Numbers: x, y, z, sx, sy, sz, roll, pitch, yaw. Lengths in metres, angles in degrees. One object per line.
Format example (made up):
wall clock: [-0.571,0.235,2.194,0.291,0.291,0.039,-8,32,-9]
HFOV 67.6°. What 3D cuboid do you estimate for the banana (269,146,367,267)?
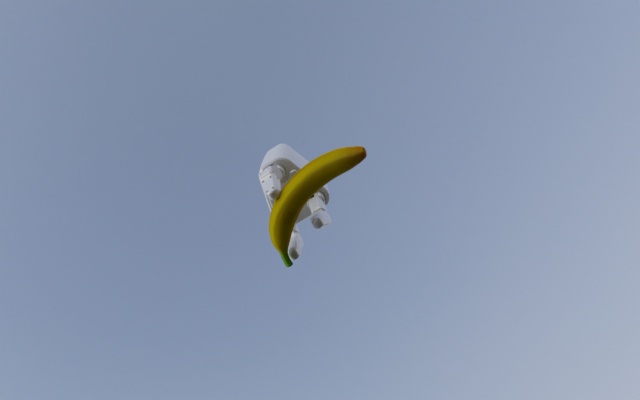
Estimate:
banana: [-0.017,-0.005,0.647,0.069,0.198,0.037,32,17,-4]
